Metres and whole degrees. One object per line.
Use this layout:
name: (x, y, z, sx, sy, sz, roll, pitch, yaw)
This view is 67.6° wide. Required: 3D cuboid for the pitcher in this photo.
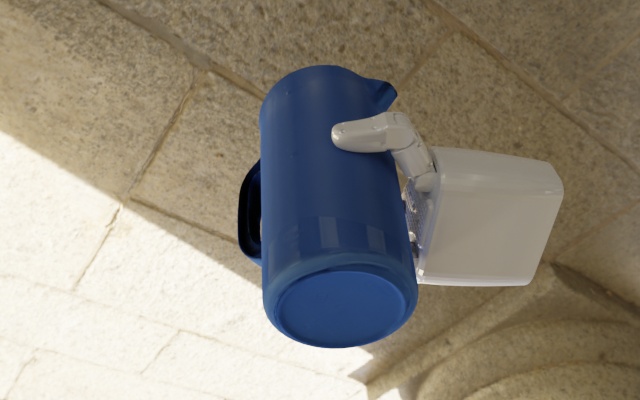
pitcher: (0.000, 0.001, 0.415, 0.145, 0.149, 0.242, 6, 41, -8)
